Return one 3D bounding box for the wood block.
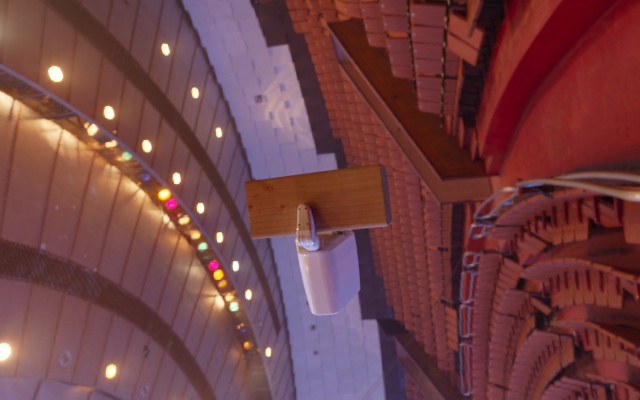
[{"bbox_3d":[0.000,0.003,0.736,0.206,0.090,0.091,-7,0,13],"label":"wood block"}]
